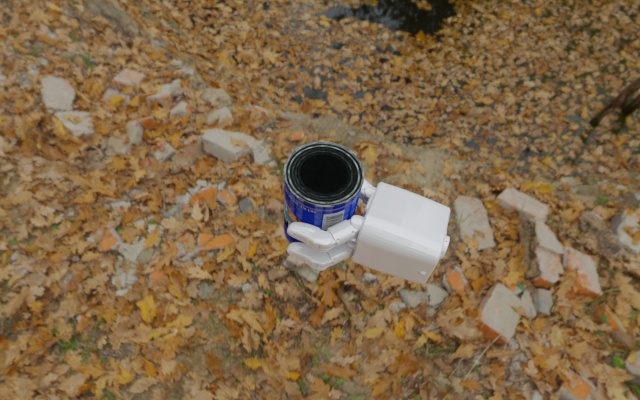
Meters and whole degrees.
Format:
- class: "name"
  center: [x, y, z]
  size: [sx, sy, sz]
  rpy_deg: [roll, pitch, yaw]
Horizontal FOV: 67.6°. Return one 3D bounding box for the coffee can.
- class: "coffee can"
  center: [0.000, 0.002, 0.657]
  size: [0.103, 0.102, 0.140]
  rpy_deg: [0, -33, -4]
